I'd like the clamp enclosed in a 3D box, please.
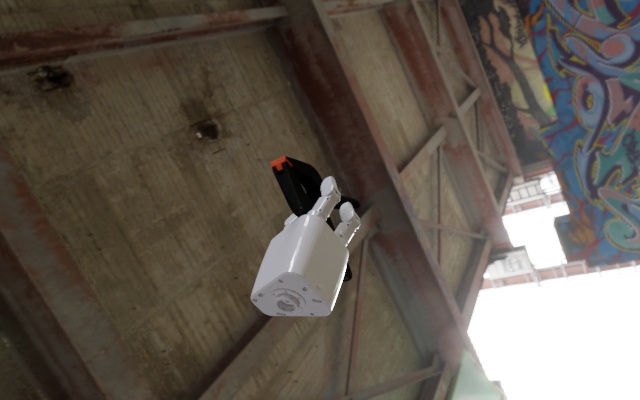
[{"bbox_3d":[-0.001,0.002,0.741,0.036,0.210,0.164,-21,32,29],"label":"clamp"}]
